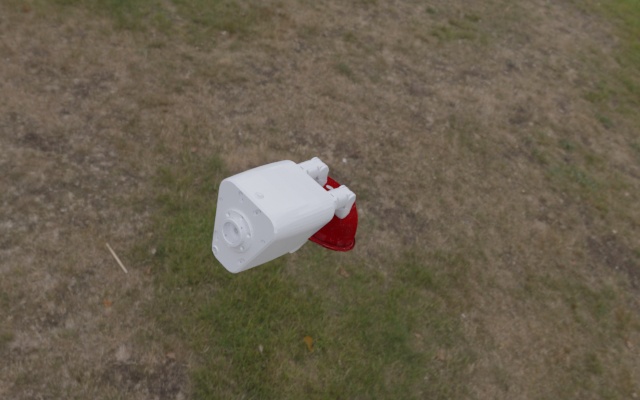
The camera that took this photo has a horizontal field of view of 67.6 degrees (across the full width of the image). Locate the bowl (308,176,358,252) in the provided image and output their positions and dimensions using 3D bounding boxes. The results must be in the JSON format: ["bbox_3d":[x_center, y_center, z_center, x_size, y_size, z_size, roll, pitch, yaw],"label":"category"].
[{"bbox_3d":[0.001,0.002,0.714,0.162,0.055,0.162,31,20,-13],"label":"bowl"}]
